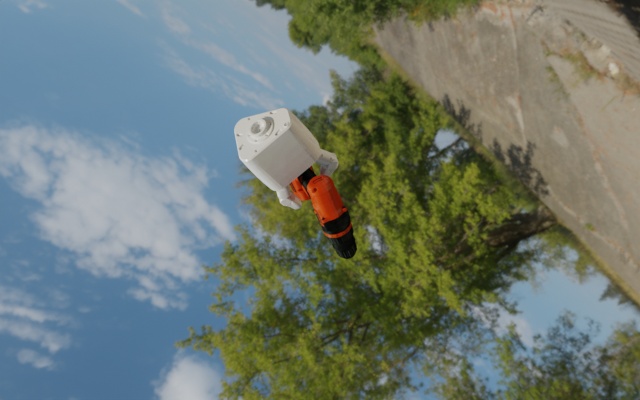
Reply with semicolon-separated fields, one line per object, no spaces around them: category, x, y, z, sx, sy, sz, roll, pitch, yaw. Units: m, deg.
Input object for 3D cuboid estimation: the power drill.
power drill;0.000;0.003;0.894;0.057;0.185;0.187;-28;36;-10
